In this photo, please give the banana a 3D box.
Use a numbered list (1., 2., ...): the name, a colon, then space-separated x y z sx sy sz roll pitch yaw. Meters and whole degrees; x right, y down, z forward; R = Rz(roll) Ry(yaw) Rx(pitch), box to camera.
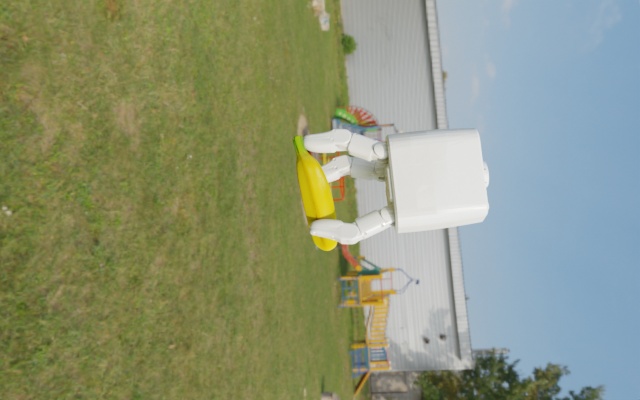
1. banana: 0.000 0.012 0.611 0.037 0.198 0.069 -8 43 4
